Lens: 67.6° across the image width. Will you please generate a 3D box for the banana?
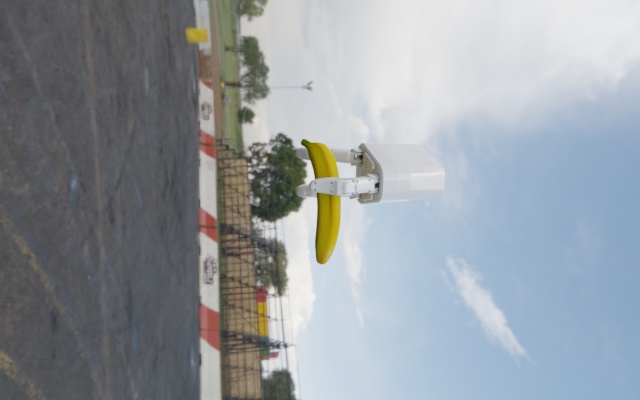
[{"bbox_3d":[0.006,-0.004,0.716,0.037,0.198,0.069,-4,-7,-21],"label":"banana"}]
